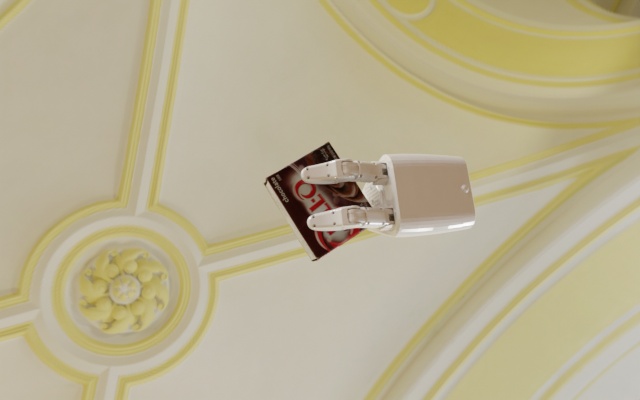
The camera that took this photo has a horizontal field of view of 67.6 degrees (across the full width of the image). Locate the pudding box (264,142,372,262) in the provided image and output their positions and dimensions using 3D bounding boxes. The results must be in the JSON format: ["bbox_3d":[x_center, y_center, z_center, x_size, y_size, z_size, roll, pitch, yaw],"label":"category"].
[{"bbox_3d":[0.000,0.002,0.563,0.090,0.113,0.039,-32,-5,-18],"label":"pudding box"}]
